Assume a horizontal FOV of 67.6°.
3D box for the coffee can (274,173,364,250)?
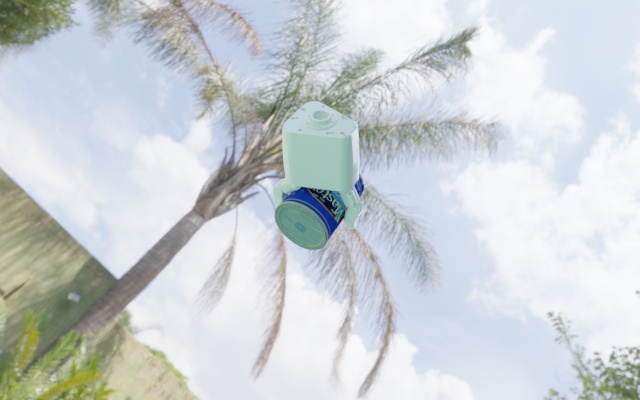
[{"bbox_3d":[0.000,0.003,0.837,0.103,0.103,0.140,0,38,39],"label":"coffee can"}]
